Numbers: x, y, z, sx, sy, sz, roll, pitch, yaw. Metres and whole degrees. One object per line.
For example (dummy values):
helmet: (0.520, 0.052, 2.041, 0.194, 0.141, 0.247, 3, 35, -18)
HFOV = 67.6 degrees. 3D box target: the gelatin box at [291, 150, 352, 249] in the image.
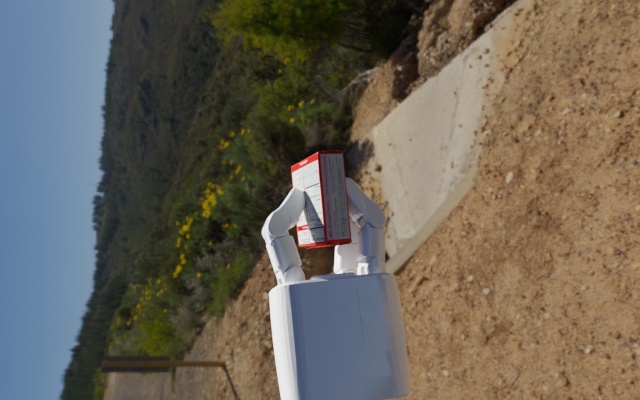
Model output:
gelatin box: (0.000, 0.001, 0.472, 0.030, 0.089, 0.073, -4, -6, -23)
